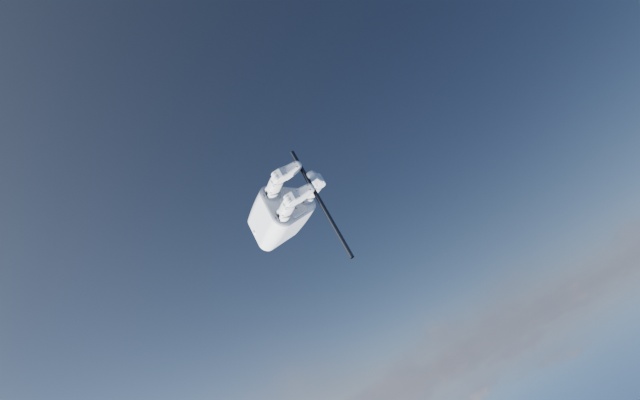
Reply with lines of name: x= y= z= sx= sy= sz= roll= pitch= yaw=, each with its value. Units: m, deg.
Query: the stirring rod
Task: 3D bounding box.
stirring rod: x=0.000 y=0.003 z=0.871 sx=0.011 sy=0.239 sz=0.011 roll=-25 pitch=-24 yaw=-12
